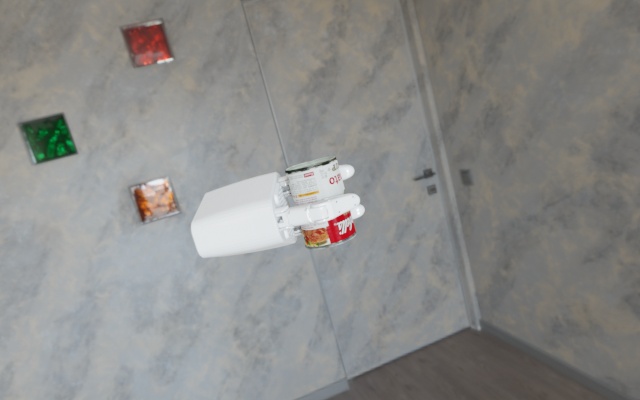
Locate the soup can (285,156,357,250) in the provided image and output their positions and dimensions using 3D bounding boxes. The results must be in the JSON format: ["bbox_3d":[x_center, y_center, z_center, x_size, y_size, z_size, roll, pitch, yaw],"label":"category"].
[{"bbox_3d":[0.000,0.002,0.600,0.068,0.102,0.068,-15,10,3],"label":"soup can"}]
